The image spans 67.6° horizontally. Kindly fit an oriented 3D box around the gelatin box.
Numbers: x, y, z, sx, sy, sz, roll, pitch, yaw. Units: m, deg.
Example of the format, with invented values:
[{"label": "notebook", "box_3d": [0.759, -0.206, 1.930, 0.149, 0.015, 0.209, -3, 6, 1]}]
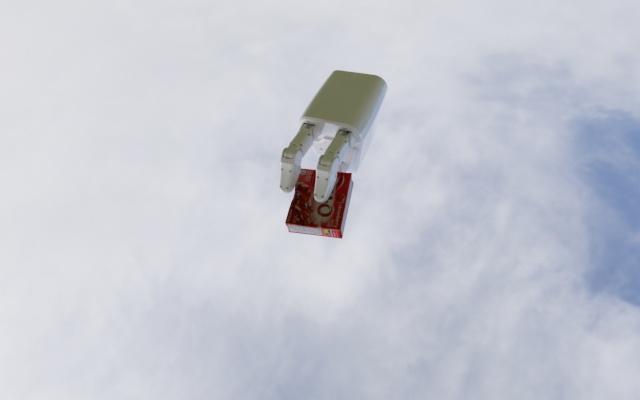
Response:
[{"label": "gelatin box", "box_3d": [0.000, 0.003, 0.628, 0.073, 0.089, 0.030, 7, -29, 13]}]
